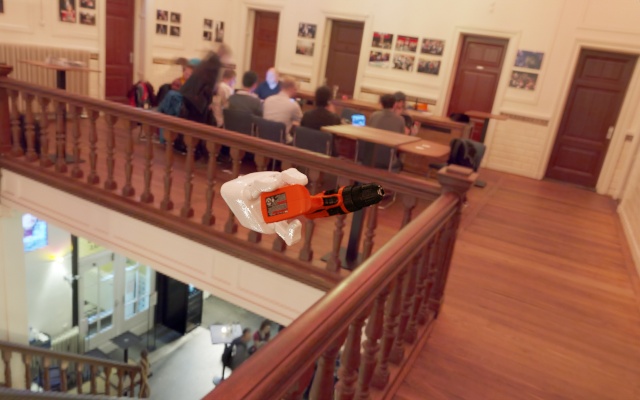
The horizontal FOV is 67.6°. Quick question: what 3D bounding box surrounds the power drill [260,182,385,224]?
[{"bbox_3d":[0.000,0.003,0.863,0.184,0.057,0.187,-16,-10,37],"label":"power drill"}]
